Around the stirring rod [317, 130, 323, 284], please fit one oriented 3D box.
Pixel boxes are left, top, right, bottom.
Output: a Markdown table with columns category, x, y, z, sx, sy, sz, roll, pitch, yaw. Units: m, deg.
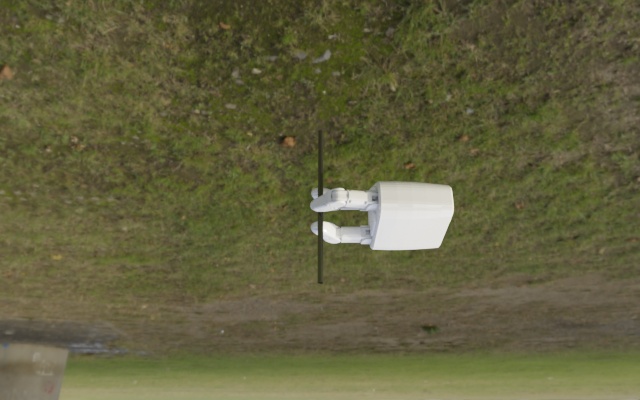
| category | x | y | z | sx | sy | sz | roll | pitch | yaw |
| --- | --- | --- | --- | --- | --- | --- | --- | --- | --- |
| stirring rod | 0.000 | 0.002 | 0.700 | 0.011 | 0.239 | 0.011 | 0 | -23 | 0 |
